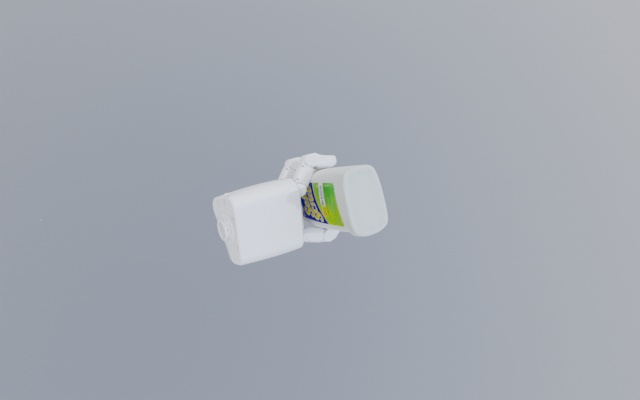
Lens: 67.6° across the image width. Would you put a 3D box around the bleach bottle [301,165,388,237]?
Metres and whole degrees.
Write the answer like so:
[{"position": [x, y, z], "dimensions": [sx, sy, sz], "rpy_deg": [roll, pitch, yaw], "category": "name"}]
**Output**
[{"position": [0.000, 0.002, 0.767], "dimensions": [0.068, 0.102, 0.251], "rpy_deg": [-17, 7, -30], "category": "bleach bottle"}]
